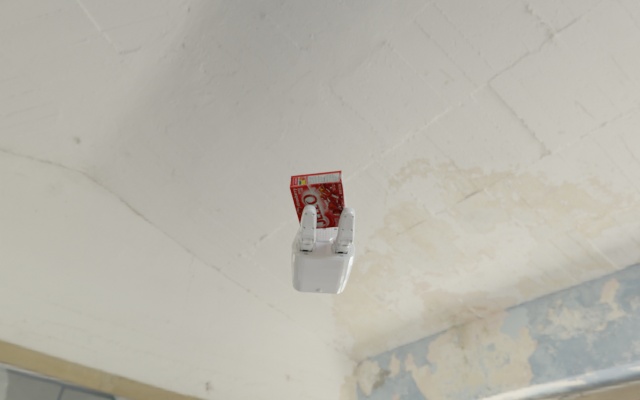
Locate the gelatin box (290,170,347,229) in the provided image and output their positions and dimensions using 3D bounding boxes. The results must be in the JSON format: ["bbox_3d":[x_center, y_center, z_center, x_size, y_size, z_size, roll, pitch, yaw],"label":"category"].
[{"bbox_3d":[0.000,0.002,0.684,0.073,0.089,0.030,-5,42,7],"label":"gelatin box"}]
